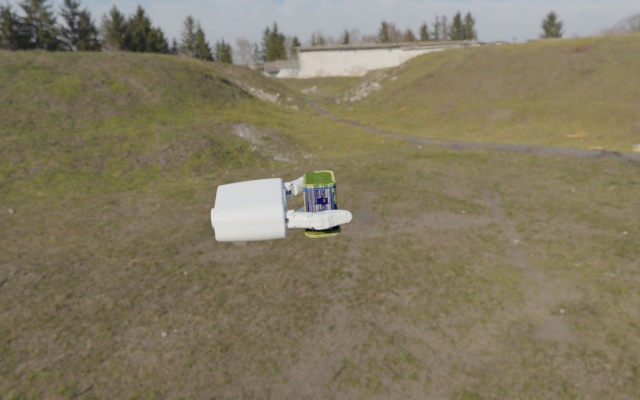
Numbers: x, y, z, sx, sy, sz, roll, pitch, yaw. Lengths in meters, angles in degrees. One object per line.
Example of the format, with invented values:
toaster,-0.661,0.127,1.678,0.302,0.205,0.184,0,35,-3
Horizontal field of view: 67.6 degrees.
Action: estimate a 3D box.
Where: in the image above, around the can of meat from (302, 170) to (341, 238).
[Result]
can of meat,0.000,0.002,0.771,0.057,0.084,0.102,-5,16,0
